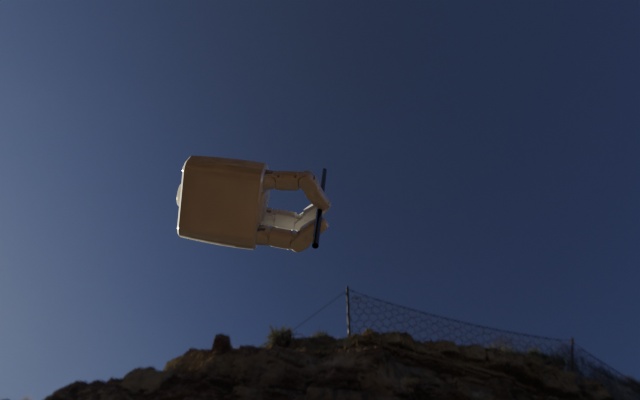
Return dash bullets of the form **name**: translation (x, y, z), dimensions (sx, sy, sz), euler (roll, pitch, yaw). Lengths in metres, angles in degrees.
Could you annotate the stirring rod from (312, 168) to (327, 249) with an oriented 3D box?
- **stirring rod**: translation (0.000, 0.002, 0.671), dimensions (0.011, 0.011, 0.239), euler (0, 25, 3)
